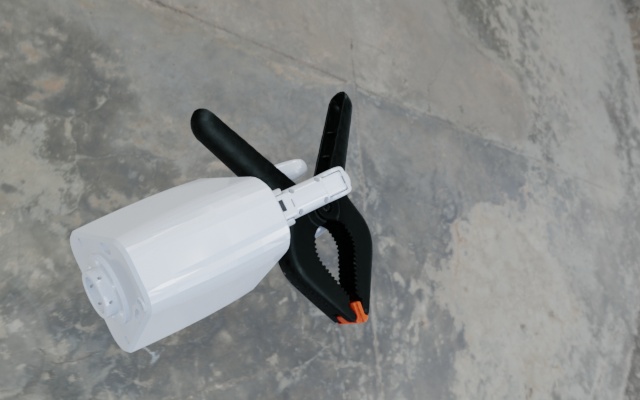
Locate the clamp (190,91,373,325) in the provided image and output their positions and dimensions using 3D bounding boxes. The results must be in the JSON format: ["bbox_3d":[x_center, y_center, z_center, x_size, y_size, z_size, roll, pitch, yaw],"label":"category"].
[{"bbox_3d":[0.001,0.002,0.413,0.164,0.210,0.036,-26,2,-38],"label":"clamp"}]
